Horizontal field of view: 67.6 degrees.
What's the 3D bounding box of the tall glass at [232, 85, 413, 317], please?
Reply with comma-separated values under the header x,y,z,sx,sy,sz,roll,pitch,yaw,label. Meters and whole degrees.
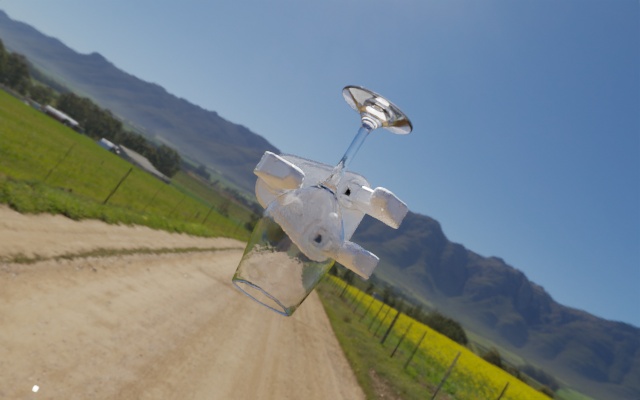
x,y,z,sx,sy,sz,roll,pitch,yaw,label
0.000,0.001,0.429,0.079,0.201,0.079,31,-5,3,tall glass
